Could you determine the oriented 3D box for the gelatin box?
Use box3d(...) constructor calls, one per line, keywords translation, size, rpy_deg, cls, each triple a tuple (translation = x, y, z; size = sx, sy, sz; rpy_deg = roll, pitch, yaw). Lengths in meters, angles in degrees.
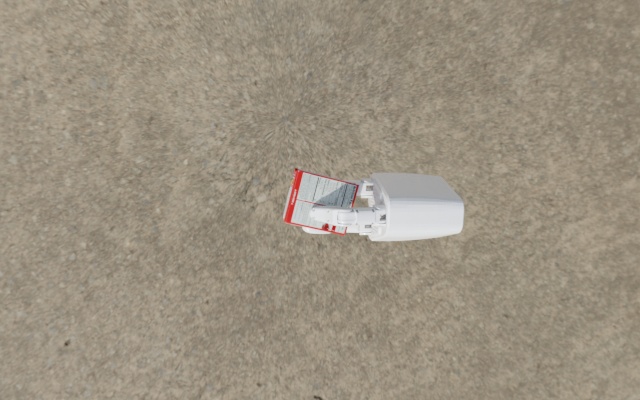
box3d(translation=(0.000, 0.002, 0.648), size=(0.089, 0.073, 0.030), rpy_deg=(13, 7, -14), cls="gelatin box")
